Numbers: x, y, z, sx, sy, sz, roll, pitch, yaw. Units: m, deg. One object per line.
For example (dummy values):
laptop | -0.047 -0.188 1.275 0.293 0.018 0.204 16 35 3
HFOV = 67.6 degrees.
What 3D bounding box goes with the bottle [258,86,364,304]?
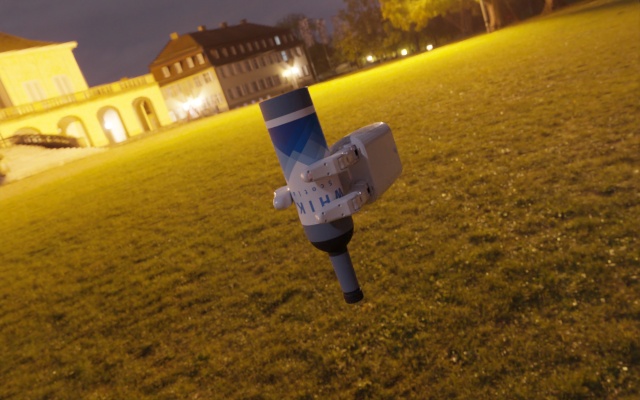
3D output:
bottle | 0.000 0.002 0.634 0.069 0.296 0.069 -18 13 4
